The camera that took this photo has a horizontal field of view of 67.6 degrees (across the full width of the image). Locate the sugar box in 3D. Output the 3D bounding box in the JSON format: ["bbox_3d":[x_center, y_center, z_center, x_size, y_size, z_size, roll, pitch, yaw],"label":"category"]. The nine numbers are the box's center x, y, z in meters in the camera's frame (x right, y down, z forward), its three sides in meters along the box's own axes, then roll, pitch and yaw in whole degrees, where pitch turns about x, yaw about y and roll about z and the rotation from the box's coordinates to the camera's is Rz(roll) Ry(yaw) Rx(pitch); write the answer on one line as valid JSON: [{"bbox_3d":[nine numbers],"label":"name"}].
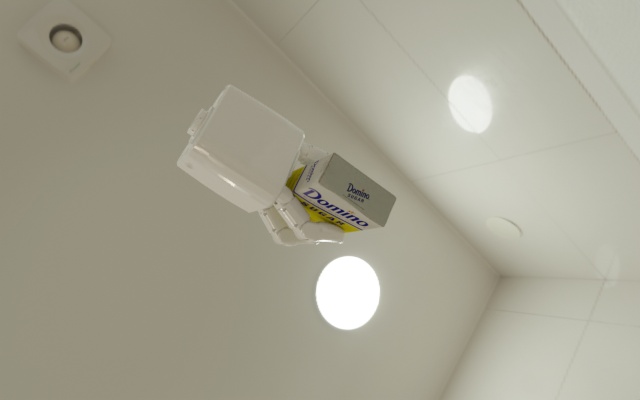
[{"bbox_3d":[0.000,0.002,0.576,0.093,0.048,0.176,34,-20,-19],"label":"sugar box"}]
